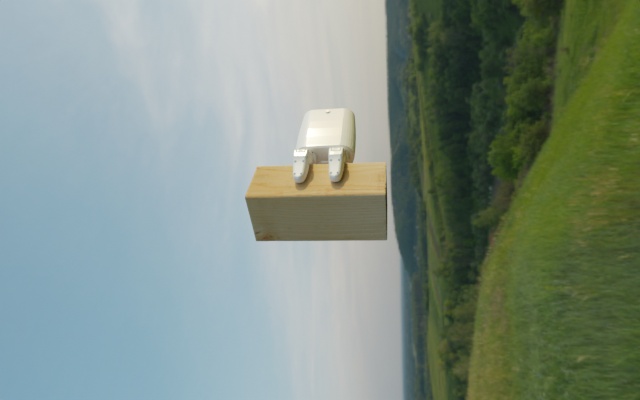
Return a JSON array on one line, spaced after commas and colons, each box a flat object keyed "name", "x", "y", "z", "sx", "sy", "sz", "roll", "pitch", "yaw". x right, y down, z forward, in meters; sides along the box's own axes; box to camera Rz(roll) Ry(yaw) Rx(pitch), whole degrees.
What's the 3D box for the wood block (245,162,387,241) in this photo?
[{"name": "wood block", "x": 0.000, "y": 0.002, "z": 0.746, "sx": 0.206, "sy": 0.091, "sz": 0.090, "roll": -1, "pitch": 37, "yaw": 9}]
